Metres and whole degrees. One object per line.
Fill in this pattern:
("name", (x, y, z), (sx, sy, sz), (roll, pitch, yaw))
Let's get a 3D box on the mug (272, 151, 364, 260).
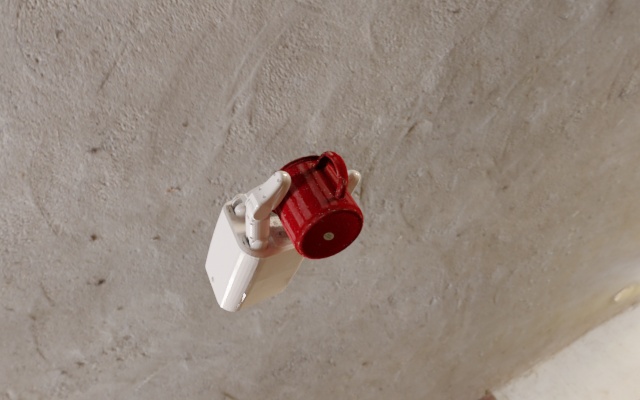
("mug", (0.001, 0.001, 0.523), (0.093, 0.117, 0.081), (1, 41, -34))
